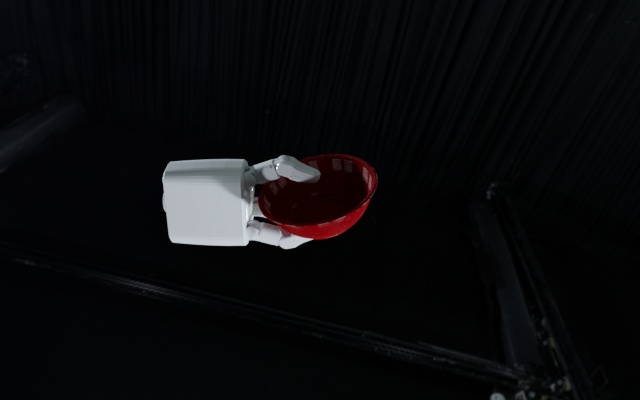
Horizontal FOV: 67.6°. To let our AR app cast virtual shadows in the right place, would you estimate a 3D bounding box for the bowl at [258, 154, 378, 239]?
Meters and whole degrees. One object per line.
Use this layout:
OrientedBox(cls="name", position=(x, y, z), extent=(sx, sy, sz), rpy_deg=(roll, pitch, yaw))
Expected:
OrientedBox(cls="bowl", position=(0.001, 0.002, 0.645), extent=(0.162, 0.055, 0.162), rpy_deg=(-10, 35, 7))
